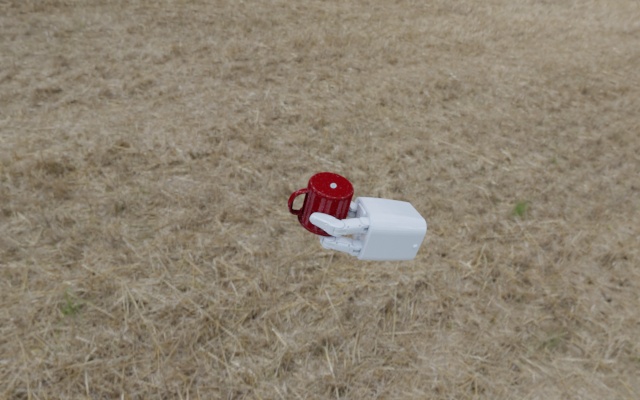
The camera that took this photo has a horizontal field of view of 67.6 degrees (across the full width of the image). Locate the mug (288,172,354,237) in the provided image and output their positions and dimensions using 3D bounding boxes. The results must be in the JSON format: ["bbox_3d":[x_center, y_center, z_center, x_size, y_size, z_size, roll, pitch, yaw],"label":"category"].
[{"bbox_3d":[-0.001,0.002,0.842,0.117,0.082,0.093,3,37,-16],"label":"mug"}]
